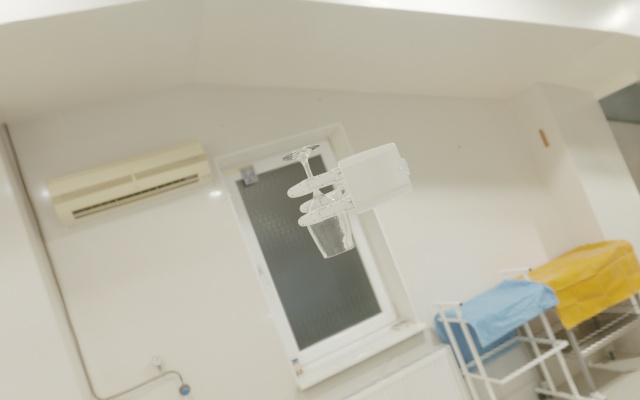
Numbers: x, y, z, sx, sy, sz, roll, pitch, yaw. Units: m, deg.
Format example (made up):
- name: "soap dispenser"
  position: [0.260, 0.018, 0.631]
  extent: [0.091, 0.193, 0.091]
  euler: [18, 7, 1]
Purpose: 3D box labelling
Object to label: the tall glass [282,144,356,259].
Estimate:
- name: "tall glass"
  position: [0.000, 0.002, 0.879]
  extent: [0.079, 0.201, 0.079]
  euler: [-21, -4, -2]
